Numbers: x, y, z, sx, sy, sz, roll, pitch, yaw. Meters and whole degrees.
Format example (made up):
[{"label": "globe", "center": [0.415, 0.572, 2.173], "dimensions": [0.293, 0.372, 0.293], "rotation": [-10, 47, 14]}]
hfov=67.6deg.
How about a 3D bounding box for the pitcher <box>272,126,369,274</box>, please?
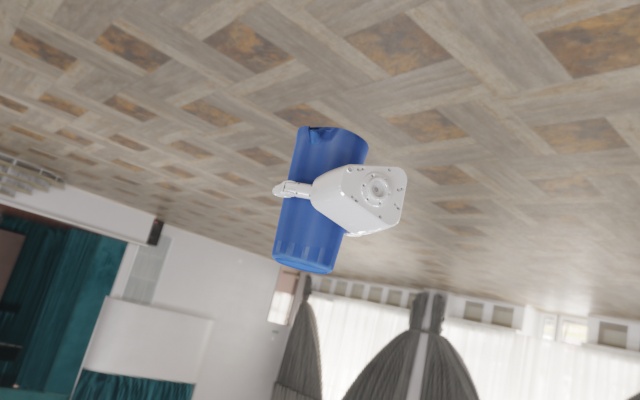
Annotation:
[{"label": "pitcher", "center": [0.000, 0.003, 0.845], "dimensions": [0.149, 0.242, 0.145], "rotation": [19, -15, -20]}]
